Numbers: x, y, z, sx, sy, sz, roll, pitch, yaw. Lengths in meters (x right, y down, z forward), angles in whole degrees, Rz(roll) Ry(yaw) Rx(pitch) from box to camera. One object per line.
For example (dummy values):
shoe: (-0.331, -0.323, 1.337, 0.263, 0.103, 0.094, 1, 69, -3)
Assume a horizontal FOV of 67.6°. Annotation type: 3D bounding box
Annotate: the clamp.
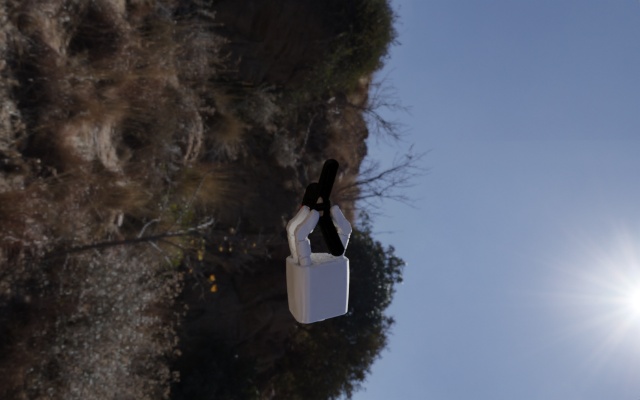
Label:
clamp: (0.001, 0.003, 0.887, 0.036, 0.164, 0.210, -3, 8, -16)
